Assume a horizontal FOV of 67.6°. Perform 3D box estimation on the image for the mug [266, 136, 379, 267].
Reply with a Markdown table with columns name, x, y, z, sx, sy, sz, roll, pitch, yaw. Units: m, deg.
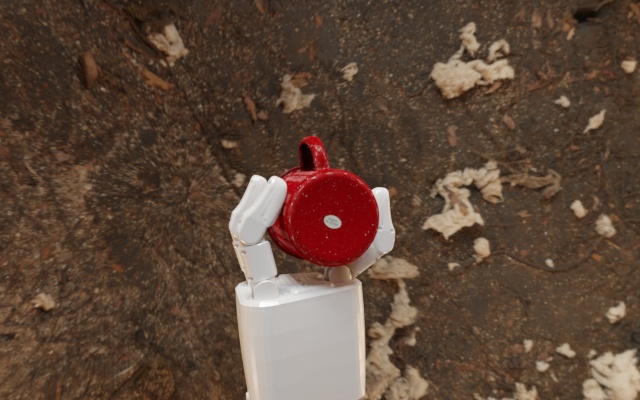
| name | x | y | z | sx | sy | sz | roll | pitch | yaw |
| --- | --- | --- | --- | --- | --- | --- | --- | --- | --- |
| mug | 0.000 | 0.000 | 0.424 | 0.093 | 0.117 | 0.081 | -7 | 4 | -15 |
